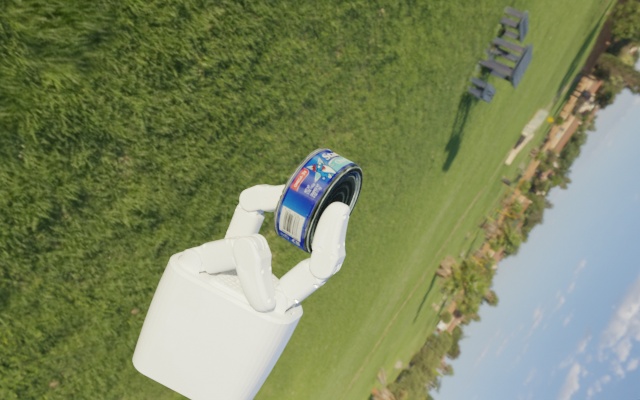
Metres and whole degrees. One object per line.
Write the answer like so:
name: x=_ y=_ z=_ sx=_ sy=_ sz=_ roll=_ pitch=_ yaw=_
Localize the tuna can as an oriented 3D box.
tuna can: x=0.001 y=0.002 z=0.402 sx=0.033 sy=0.086 sz=0.086 roll=29 pitch=11 yaw=21
